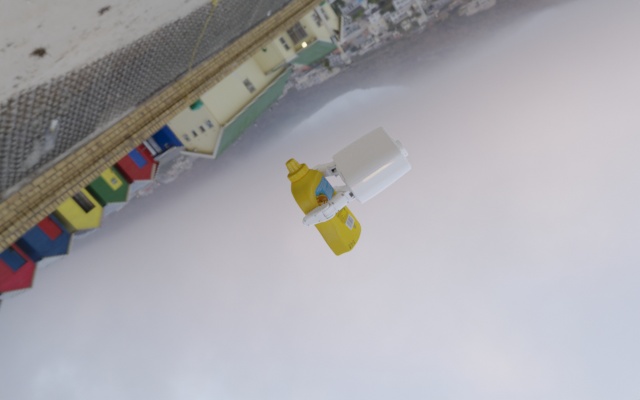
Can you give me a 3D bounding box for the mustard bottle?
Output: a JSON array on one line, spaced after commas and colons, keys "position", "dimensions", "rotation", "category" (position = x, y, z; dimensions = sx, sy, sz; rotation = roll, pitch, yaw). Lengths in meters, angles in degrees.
[{"position": [0.000, 0.003, 0.866], "dimensions": [0.058, 0.192, 0.096], "rotation": [-25, 22, 30], "category": "mustard bottle"}]
